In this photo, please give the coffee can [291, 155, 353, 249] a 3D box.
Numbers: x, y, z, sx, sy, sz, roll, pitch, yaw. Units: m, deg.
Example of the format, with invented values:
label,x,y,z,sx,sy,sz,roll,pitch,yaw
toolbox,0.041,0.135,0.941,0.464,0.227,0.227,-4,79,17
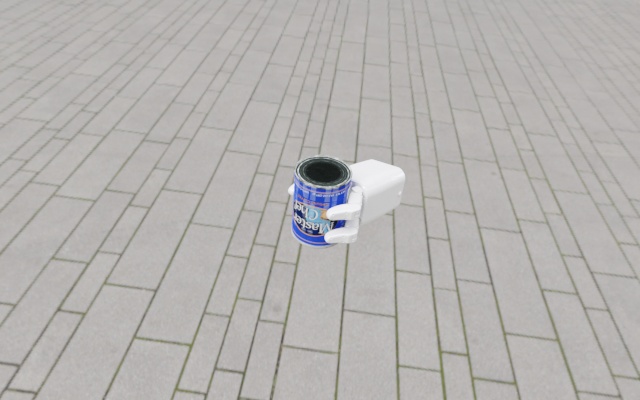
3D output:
label,x,y,z,sx,sy,sz,roll,pitch,yaw
coffee can,0.000,0.003,0.875,0.103,0.140,0.102,3,38,-3
